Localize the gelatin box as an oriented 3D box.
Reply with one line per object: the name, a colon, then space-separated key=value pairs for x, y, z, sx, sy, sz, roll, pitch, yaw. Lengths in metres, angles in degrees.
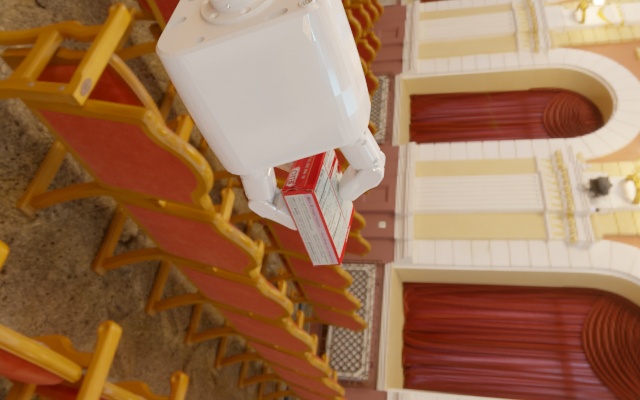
gelatin box: x=0.001 y=0.002 z=0.416 sx=0.030 sy=0.089 sz=0.073 roll=-6 pitch=39 yaw=20
